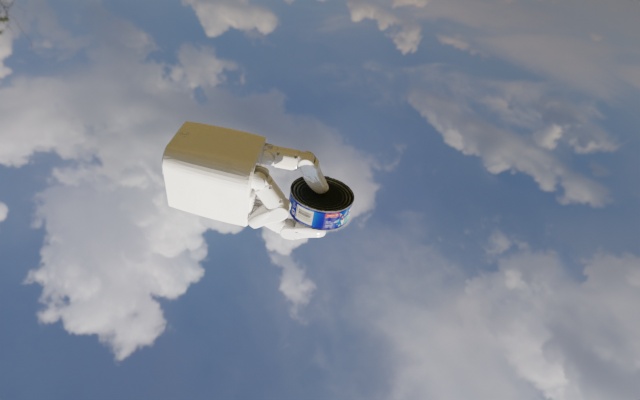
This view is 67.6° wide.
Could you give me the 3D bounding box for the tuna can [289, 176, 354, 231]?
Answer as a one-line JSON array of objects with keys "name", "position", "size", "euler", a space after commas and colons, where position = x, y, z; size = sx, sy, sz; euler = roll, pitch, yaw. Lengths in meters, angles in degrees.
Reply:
[{"name": "tuna can", "position": [0.000, 0.003, 0.638], "size": [0.086, 0.034, 0.086], "euler": [8, 33, -5]}]
